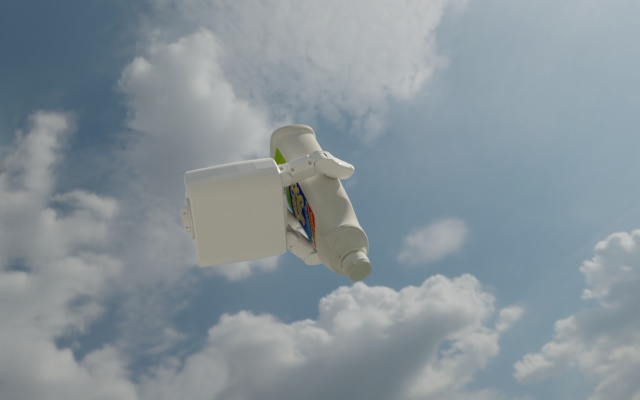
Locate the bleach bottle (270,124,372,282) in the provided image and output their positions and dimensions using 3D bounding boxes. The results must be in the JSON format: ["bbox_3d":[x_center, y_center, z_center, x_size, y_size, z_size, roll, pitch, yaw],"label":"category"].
[{"bbox_3d":[0.000,0.002,0.611,0.068,0.103,0.250,-10,37,-18],"label":"bleach bottle"}]
